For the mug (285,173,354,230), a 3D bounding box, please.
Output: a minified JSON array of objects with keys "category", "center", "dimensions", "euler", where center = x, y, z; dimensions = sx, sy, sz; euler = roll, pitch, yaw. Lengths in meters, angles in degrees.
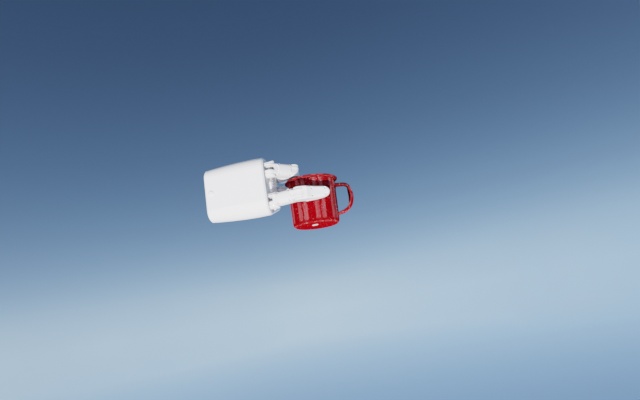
[{"category":"mug","center":[0.002,0.003,0.832],"dimensions":[0.117,0.081,0.093],"euler":[-9,-12,7]}]
